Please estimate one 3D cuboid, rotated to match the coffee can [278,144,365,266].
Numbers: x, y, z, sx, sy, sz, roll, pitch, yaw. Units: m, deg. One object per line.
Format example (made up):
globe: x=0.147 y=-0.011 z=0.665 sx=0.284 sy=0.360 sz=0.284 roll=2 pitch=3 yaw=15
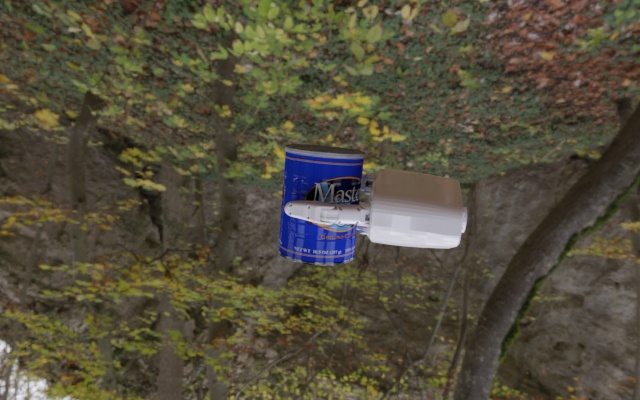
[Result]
coffee can: x=0.000 y=0.002 z=0.621 sx=0.103 sy=0.140 sz=0.103 roll=5 pitch=11 yaw=-1
